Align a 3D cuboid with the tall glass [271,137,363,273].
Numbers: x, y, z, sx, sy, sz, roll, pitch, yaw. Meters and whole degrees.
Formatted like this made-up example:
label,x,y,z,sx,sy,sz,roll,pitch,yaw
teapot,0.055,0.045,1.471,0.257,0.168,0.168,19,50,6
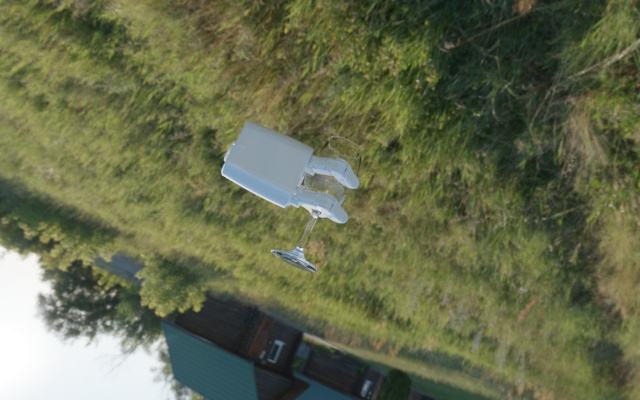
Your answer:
label,x,y,z,sx,sy,sz,roll,pitch,yaw
tall glass,0.000,0.003,0.725,0.079,0.201,0.079,22,-18,8
